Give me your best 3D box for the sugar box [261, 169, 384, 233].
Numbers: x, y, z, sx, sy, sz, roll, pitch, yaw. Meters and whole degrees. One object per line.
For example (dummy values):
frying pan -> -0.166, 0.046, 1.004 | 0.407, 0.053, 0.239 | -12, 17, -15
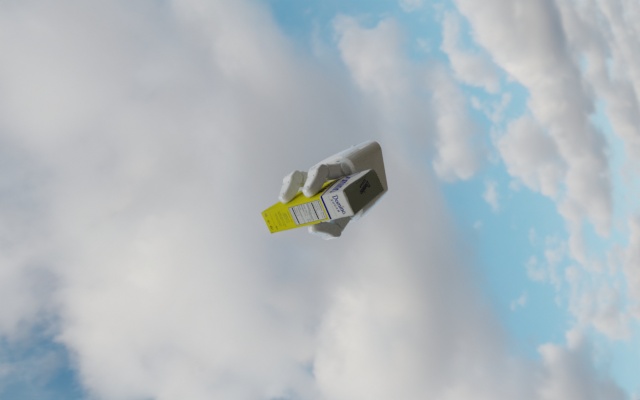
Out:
sugar box -> 0.000, 0.002, 0.737 | 0.176, 0.048, 0.093 | -19, 11, 41
